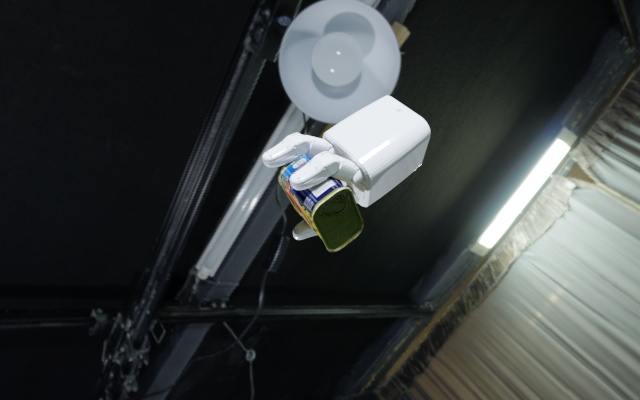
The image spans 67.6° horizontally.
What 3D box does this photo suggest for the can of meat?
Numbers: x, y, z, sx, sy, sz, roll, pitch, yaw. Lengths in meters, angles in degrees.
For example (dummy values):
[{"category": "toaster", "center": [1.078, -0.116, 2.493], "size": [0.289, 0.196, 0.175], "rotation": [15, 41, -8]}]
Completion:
[{"category": "can of meat", "center": [0.000, 0.002, 0.591], "size": [0.084, 0.057, 0.102], "rotation": [46, -11, 37]}]
